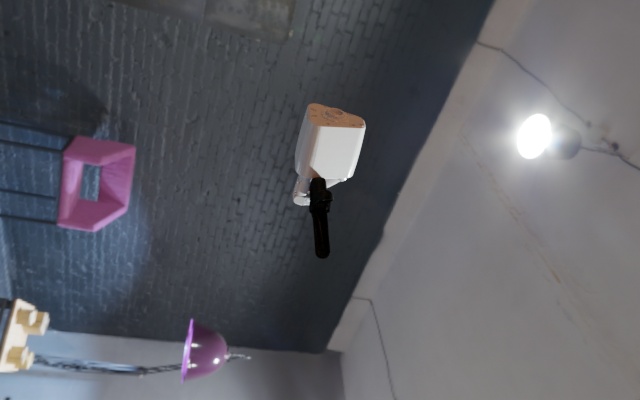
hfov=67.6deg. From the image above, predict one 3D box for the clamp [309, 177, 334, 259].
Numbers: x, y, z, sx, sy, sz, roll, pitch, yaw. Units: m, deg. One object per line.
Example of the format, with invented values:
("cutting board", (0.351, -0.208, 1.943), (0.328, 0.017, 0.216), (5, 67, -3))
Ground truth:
("clamp", (0.001, 0.003, 0.812), (0.039, 0.120, 0.171), (3, 35, -11))
